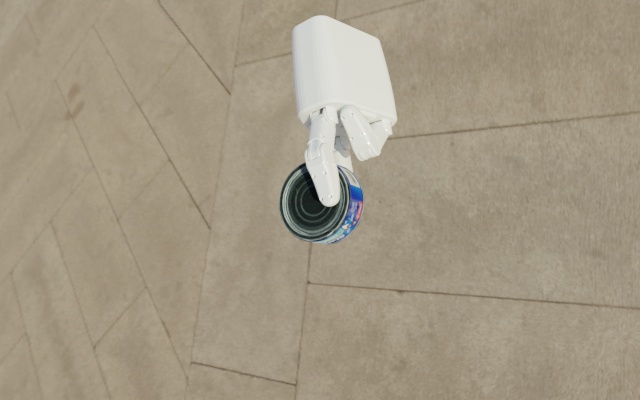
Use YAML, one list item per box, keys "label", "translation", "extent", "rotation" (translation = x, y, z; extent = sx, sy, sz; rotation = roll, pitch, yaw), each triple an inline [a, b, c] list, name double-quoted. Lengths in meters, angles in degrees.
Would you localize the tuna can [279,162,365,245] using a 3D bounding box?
- label: "tuna can"
  translation: [0.000, 0.002, 0.492]
  extent: [0.086, 0.086, 0.034]
  rotation: [0, -8, 31]
